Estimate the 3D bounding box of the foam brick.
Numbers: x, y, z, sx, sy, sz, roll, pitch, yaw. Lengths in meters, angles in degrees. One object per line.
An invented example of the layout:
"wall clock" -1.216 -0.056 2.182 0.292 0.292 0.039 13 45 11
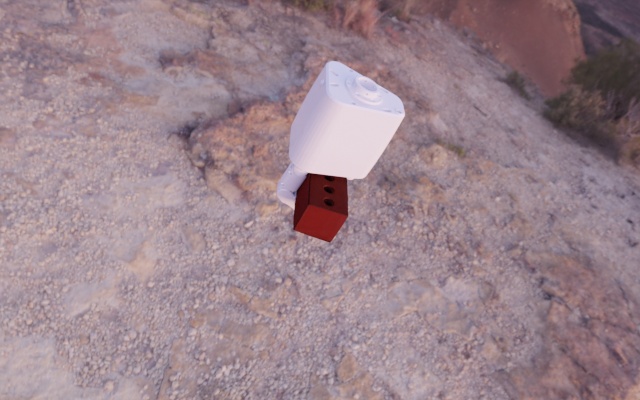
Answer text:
"foam brick" 0.000 0.002 0.598 0.053 0.078 0.051 18 -48 -17
